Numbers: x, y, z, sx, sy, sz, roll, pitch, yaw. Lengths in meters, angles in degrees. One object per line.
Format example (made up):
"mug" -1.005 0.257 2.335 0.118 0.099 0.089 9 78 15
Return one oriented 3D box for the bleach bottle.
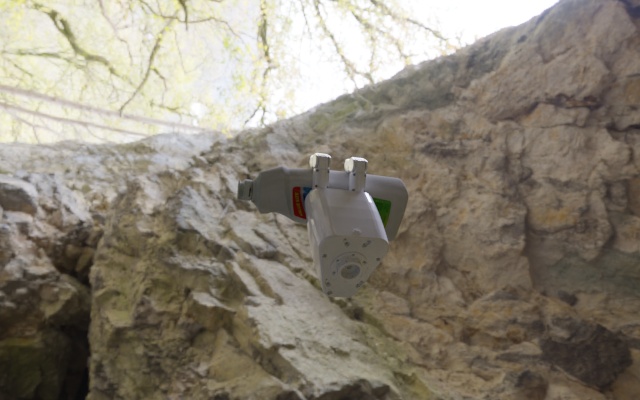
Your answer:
"bleach bottle" 0.000 0.002 0.725 0.251 0.103 0.068 5 33 -14
